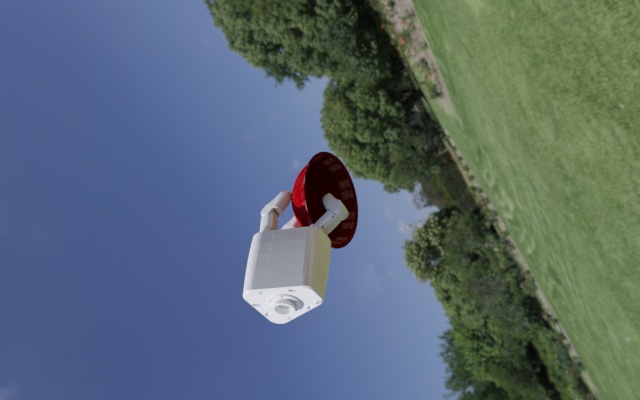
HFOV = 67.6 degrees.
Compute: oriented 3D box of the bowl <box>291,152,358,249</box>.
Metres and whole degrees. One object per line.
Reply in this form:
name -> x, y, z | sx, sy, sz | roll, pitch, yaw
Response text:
bowl -> 0.000, 0.002, 0.798 | 0.055, 0.162, 0.162 | -11, -6, 33
